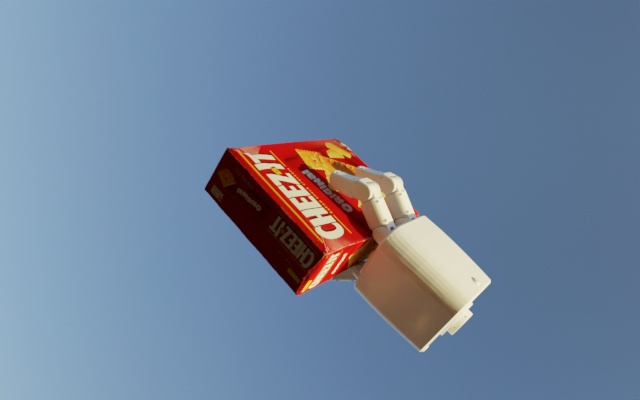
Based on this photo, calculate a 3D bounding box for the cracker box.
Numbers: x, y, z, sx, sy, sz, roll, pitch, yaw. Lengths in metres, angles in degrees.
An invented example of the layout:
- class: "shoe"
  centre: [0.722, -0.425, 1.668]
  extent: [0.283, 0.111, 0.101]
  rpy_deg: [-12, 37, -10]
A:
- class: "cracker box"
  centre: [0.000, 0.002, 0.571]
  extent: [0.164, 0.072, 0.213]
  rpy_deg: [45, 31, 20]
